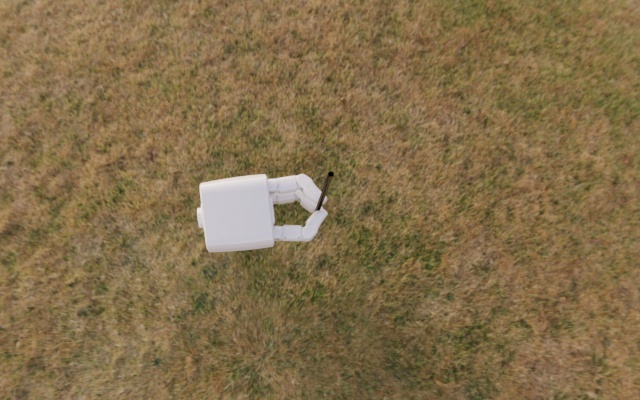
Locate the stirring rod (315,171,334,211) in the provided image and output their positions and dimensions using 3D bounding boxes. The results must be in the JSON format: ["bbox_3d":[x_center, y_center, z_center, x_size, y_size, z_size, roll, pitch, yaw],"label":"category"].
[{"bbox_3d":[0.000,0.003,0.748,0.011,0.011,0.240,0,-18,-7],"label":"stirring rod"}]
